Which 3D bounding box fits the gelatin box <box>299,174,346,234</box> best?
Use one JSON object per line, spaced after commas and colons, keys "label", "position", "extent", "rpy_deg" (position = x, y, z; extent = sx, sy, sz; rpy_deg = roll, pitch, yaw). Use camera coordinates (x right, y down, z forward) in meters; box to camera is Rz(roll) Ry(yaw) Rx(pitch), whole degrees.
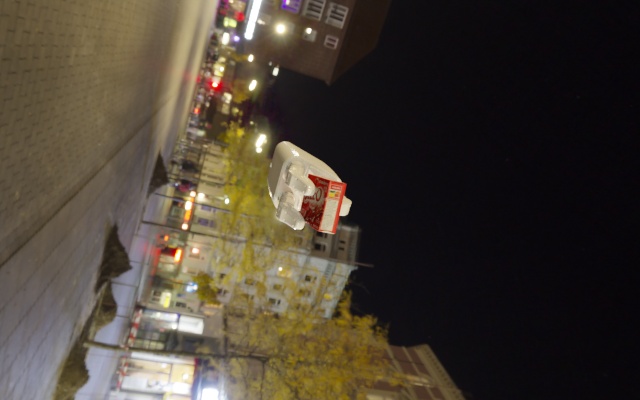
{"label": "gelatin box", "position": [0.001, 0.002, 0.698], "extent": [0.030, 0.073, 0.089], "rpy_deg": [11, 6, -24]}
